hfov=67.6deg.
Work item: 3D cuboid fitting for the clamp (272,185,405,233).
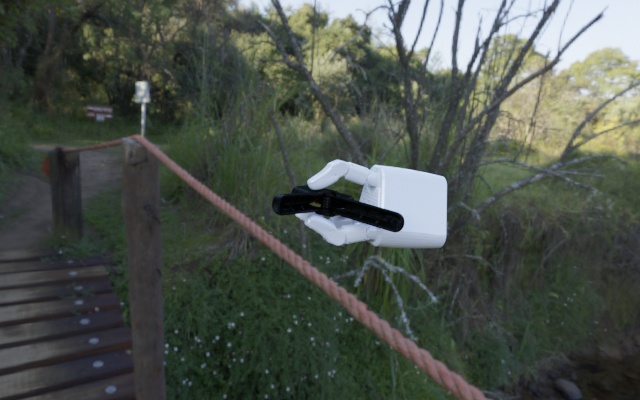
[{"bbox_3d":[0.000,0.001,0.658,0.164,0.036,0.210,9,7,-18],"label":"clamp"}]
